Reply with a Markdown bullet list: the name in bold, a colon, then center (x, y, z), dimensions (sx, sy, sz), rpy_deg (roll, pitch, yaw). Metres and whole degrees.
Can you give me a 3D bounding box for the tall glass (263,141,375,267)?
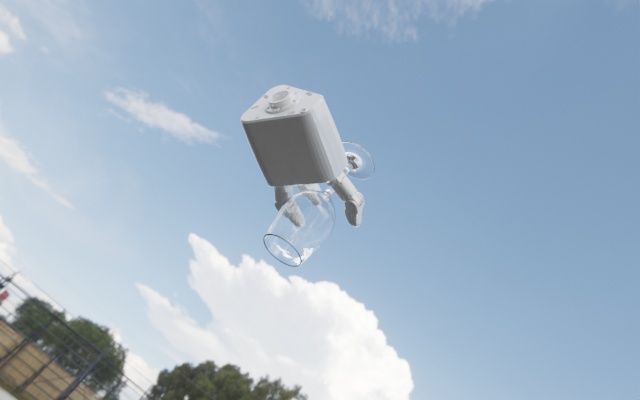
- **tall glass**: center (0.001, 0.002, 0.689), dimensions (0.079, 0.079, 0.201), rpy_deg (0, 41, 43)
